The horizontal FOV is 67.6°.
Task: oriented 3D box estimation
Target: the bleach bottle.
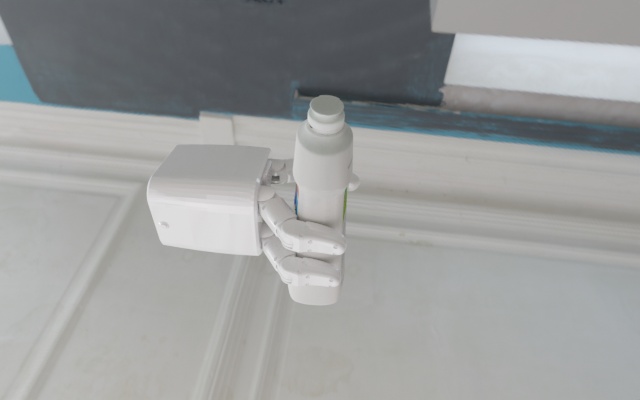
[{"bbox_3d":[0.000,0.002,0.487,0.068,0.102,0.251,3,-43,-1],"label":"bleach bottle"}]
